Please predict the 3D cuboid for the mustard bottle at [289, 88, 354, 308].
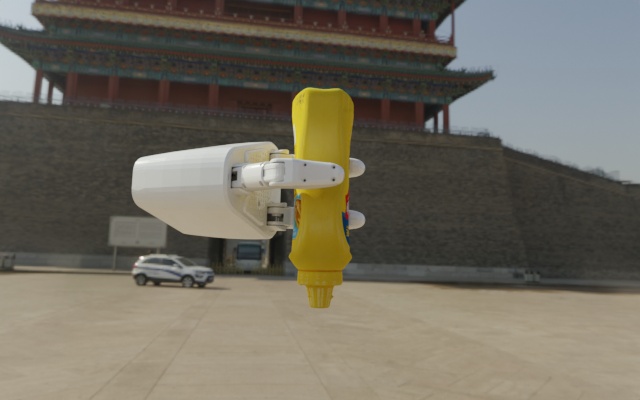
[{"bbox_3d":[0.000,0.001,0.441,0.058,0.191,0.096,2,-6,-3],"label":"mustard bottle"}]
